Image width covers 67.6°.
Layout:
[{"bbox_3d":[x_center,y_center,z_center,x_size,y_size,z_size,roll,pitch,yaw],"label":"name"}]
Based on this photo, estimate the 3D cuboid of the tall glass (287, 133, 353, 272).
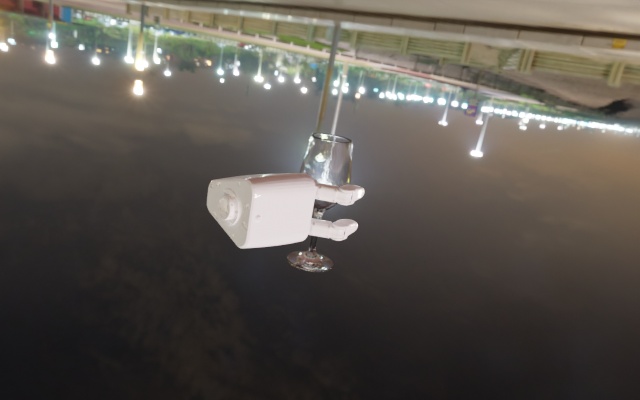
[{"bbox_3d":[0.000,0.003,0.726,0.079,0.201,0.079,10,16,-3],"label":"tall glass"}]
